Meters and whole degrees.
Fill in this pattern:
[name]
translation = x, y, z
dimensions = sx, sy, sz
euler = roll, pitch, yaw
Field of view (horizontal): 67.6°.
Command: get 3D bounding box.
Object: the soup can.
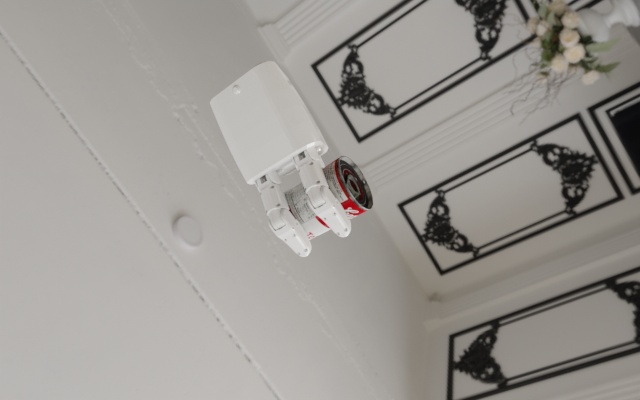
[soup can]
translation = 0.000, 0.002, 0.555
dimensions = 0.102, 0.068, 0.068
euler = -29, -13, 24
